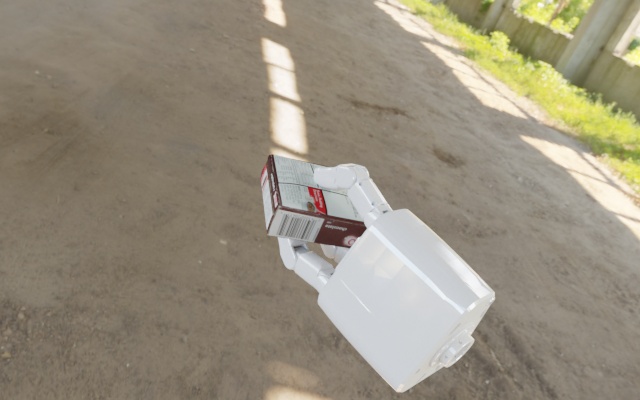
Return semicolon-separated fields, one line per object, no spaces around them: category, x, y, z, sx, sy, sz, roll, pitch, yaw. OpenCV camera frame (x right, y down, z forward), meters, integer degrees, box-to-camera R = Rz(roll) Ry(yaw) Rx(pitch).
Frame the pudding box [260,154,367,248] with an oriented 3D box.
pudding box;0.000;0.001;0.481;0.113;0.039;0.090;13;34;-22
